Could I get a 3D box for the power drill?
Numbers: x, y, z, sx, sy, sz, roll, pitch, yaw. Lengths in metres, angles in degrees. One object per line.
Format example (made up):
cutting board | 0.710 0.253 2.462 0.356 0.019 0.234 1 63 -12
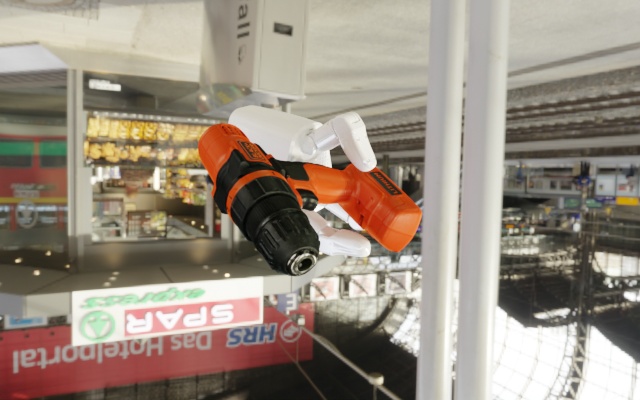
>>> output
power drill | 0.000 0.001 0.419 0.188 0.057 0.184 11 28 -39
